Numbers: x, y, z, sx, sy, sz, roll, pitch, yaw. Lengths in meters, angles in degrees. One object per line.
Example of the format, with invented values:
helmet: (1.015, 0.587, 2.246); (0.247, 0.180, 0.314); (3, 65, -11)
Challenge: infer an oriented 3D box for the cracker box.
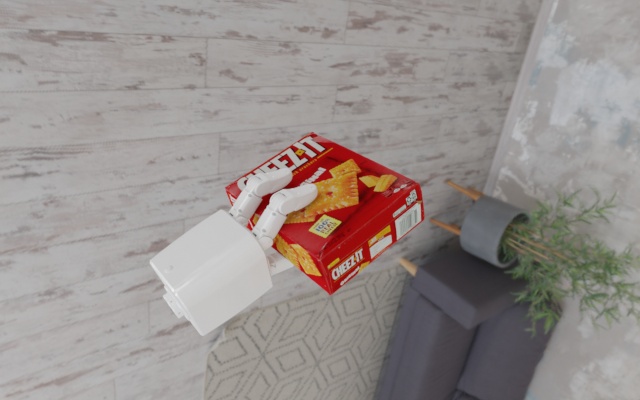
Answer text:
cracker box: (0.000, 0.002, 0.624); (0.164, 0.072, 0.213); (-35, 43, -23)
